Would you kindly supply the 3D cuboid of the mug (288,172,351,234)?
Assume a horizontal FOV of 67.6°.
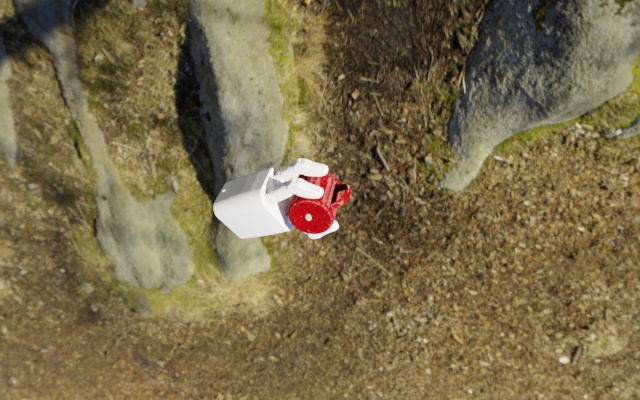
[{"bbox_3d":[0.001,0.003,0.843,0.117,0.093,0.081,-15,35,24],"label":"mug"}]
